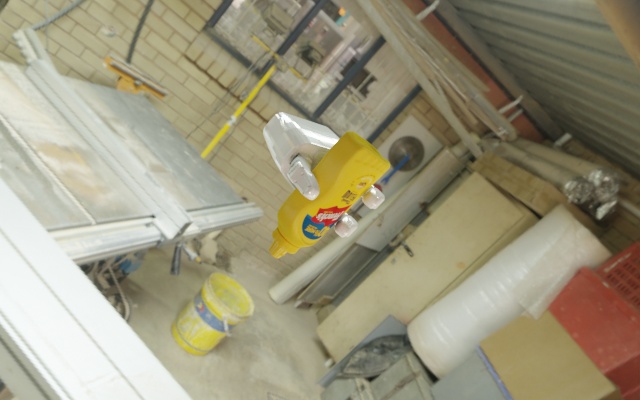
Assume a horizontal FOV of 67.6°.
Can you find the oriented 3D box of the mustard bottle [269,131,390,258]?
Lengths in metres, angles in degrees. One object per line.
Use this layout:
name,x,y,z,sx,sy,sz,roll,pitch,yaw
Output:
mustard bottle,0.000,0.002,0.614,0.058,0.192,0.096,49,14,25
